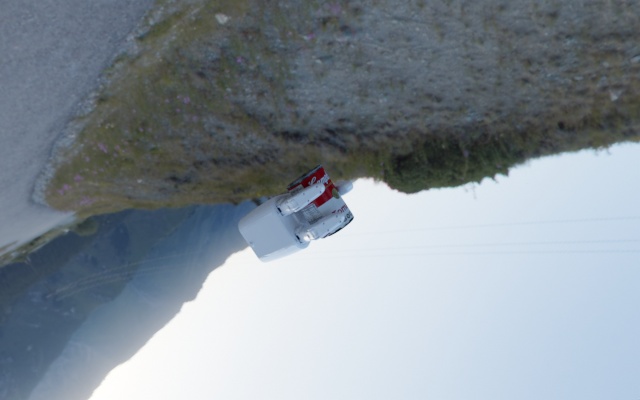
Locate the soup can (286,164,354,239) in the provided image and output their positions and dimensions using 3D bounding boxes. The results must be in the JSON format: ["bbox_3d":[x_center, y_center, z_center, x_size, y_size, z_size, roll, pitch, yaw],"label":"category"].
[{"bbox_3d":[0.001,0.003,0.770,0.068,0.102,0.068,-33,7,4],"label":"soup can"}]
